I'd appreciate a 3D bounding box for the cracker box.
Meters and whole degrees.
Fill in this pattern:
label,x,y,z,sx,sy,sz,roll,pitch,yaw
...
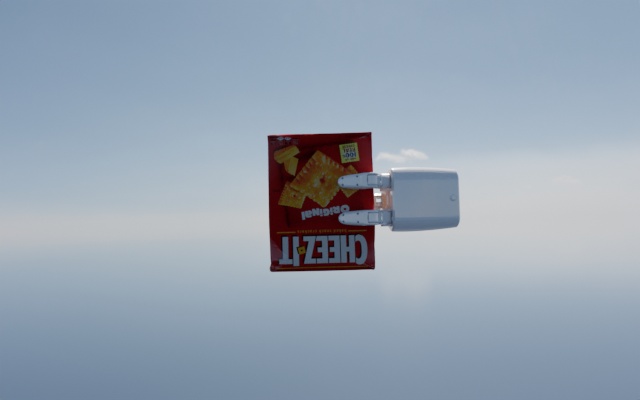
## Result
label,x,y,z,sx,sy,sz,roll,pitch,yaw
cracker box,0.000,0.002,0.751,0.164,0.213,0.072,-1,-2,-2
